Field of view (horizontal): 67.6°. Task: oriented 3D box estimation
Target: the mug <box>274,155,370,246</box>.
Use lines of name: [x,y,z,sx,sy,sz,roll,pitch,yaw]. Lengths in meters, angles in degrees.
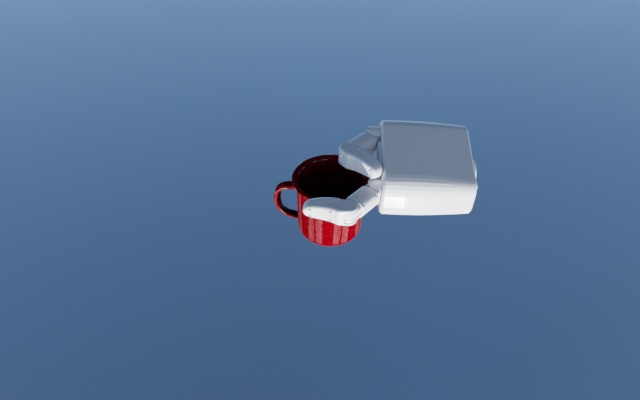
mug: [-0.001,0.002,0.597,0.117,0.082,0.093,2,42,2]
